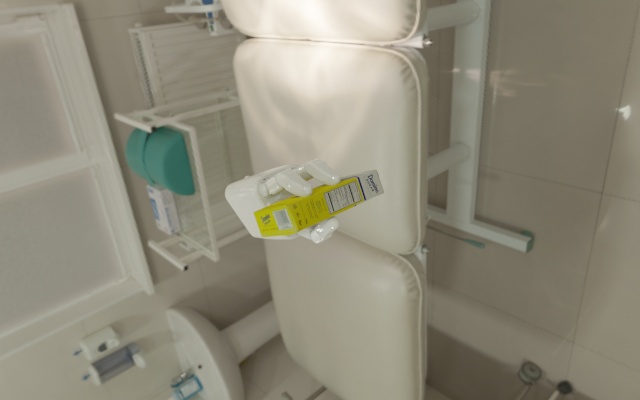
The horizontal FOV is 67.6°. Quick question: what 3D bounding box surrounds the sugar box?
[{"bbox_3d":[0.000,0.002,0.705,0.176,0.048,0.093,-26,10,-37],"label":"sugar box"}]
